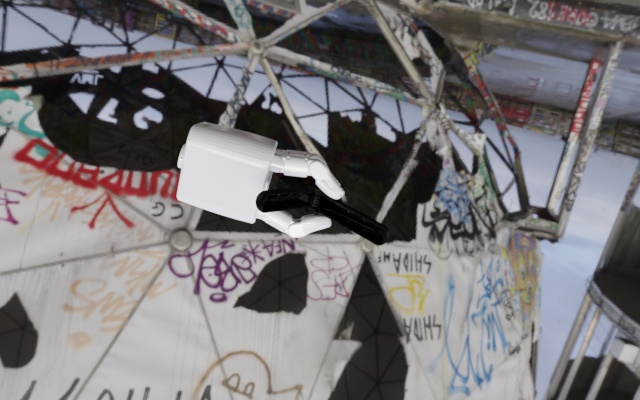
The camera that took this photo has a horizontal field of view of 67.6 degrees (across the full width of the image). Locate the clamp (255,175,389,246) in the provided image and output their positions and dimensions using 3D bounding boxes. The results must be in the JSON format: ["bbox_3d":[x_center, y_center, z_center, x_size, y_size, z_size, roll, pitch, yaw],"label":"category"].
[{"bbox_3d":[0.000,0.003,0.639,0.164,0.036,0.210,19,12,-7],"label":"clamp"}]
